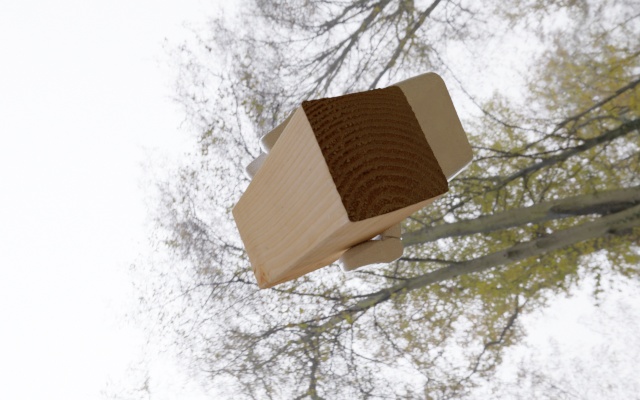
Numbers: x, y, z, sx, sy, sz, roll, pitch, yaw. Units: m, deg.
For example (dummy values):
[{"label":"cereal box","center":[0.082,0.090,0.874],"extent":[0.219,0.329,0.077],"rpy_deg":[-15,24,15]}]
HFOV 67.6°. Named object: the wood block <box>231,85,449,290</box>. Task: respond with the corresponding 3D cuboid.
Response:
[{"label":"wood block","center":[0.000,0.002,0.412],"extent":[0.090,0.091,0.206],"rpy_deg":[-16,-14,-29]}]
